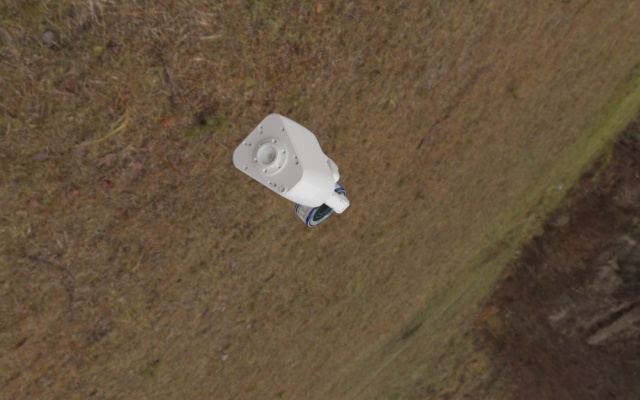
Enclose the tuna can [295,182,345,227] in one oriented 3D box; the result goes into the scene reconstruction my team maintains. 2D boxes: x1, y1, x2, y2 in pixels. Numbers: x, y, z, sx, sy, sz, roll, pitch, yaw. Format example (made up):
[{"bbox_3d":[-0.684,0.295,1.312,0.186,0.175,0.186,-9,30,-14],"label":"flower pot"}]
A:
[{"bbox_3d":[0.001,0.003,0.784,0.033,0.086,0.086,46,17,17],"label":"tuna can"}]
